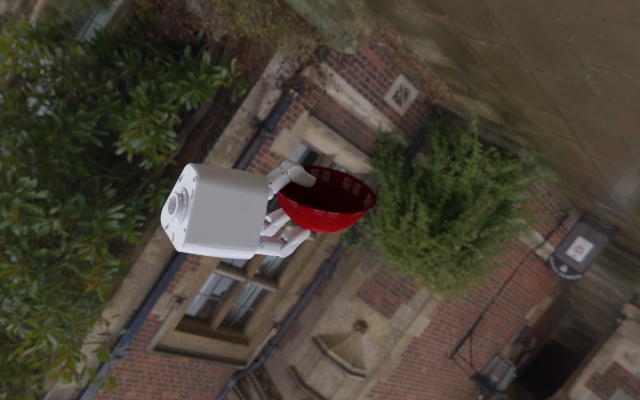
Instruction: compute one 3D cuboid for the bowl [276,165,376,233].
[{"bbox_3d":[0.001,0.003,0.725,0.162,0.055,0.162,10,26,-5],"label":"bowl"}]
